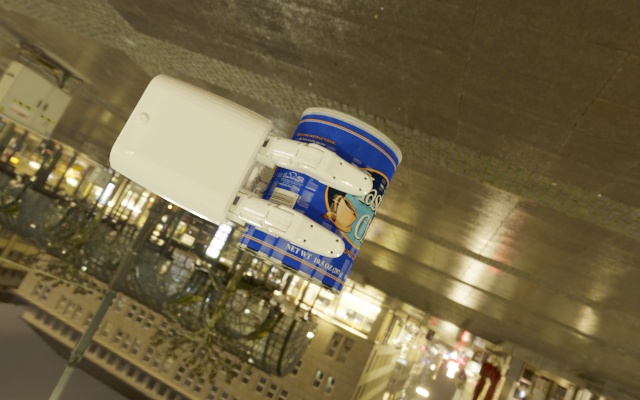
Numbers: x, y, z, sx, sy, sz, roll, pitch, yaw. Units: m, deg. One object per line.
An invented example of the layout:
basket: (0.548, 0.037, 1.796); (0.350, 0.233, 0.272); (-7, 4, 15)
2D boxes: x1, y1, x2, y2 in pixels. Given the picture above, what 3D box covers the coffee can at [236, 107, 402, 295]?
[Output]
coffee can: (0.000, 0.001, 0.439); (0.103, 0.140, 0.103); (25, -10, 5)
